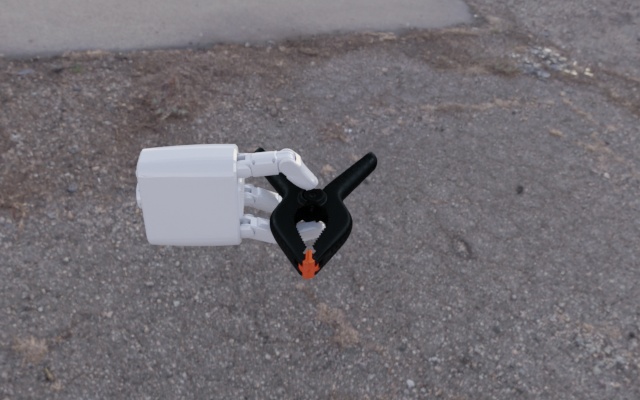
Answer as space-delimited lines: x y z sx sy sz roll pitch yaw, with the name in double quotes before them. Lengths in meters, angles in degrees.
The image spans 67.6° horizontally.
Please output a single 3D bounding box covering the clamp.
"clamp" 0.000 0.002 0.572 0.164 0.036 0.209 -3 43 -4
